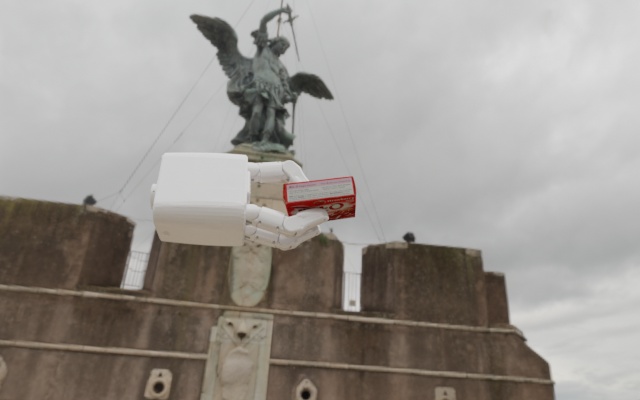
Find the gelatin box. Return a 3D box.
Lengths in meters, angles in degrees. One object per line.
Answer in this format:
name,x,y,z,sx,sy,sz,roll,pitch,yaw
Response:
gelatin box,0.000,0.002,0.607,0.089,0.030,0.073,-7,-24,0
